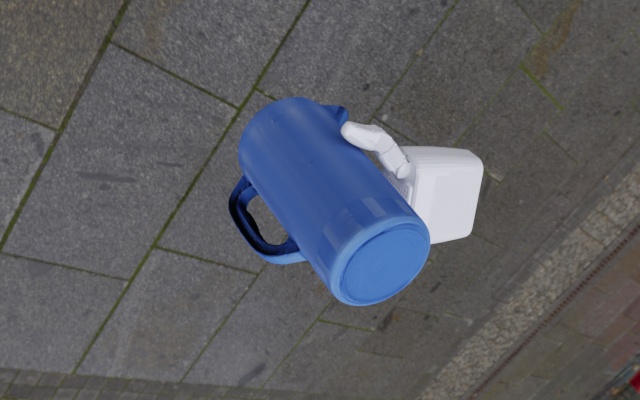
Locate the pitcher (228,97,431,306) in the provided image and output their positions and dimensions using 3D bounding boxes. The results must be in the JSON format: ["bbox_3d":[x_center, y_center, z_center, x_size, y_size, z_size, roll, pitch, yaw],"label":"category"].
[{"bbox_3d":[0.000,0.002,0.520,0.145,0.149,0.242,-2,34,-29],"label":"pitcher"}]
